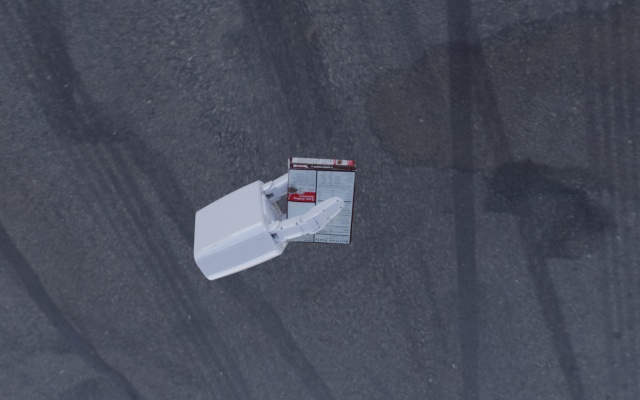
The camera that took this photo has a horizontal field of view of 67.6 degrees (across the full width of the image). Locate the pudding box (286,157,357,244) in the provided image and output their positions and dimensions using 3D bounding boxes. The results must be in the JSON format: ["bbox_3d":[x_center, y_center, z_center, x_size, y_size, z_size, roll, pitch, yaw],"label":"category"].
[{"bbox_3d":[0.000,0.002,0.634,0.090,0.113,0.039,2,27,-2],"label":"pudding box"}]
